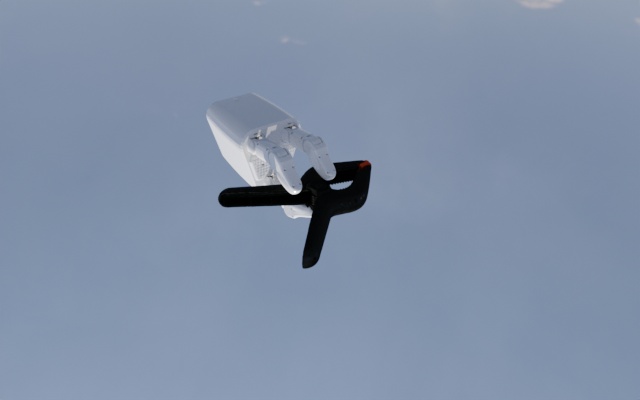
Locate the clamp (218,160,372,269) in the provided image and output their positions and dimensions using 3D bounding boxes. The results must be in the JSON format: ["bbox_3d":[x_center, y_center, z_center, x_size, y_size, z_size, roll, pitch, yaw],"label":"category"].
[{"bbox_3d":[0.000,0.002,0.609,0.210,0.036,0.164,-23,46,-32],"label":"clamp"}]
